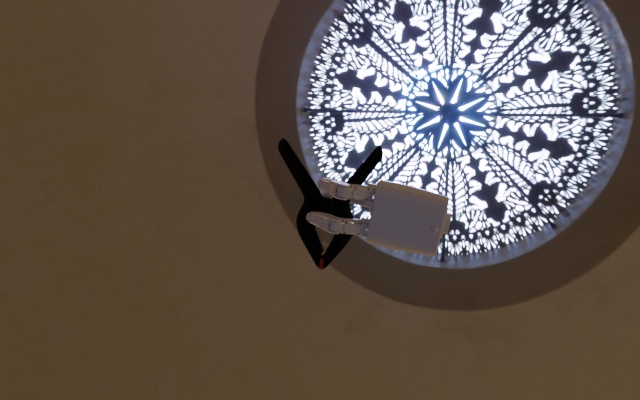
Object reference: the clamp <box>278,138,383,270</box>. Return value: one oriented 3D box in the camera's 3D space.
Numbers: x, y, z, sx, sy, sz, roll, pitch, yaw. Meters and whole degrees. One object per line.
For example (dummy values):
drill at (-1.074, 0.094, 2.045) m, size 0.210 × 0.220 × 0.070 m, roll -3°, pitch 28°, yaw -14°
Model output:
clamp at (0.000, 0.003, 0.753) m, size 0.164 × 0.210 × 0.036 m, roll 13°, pitch 14°, yaw 14°
